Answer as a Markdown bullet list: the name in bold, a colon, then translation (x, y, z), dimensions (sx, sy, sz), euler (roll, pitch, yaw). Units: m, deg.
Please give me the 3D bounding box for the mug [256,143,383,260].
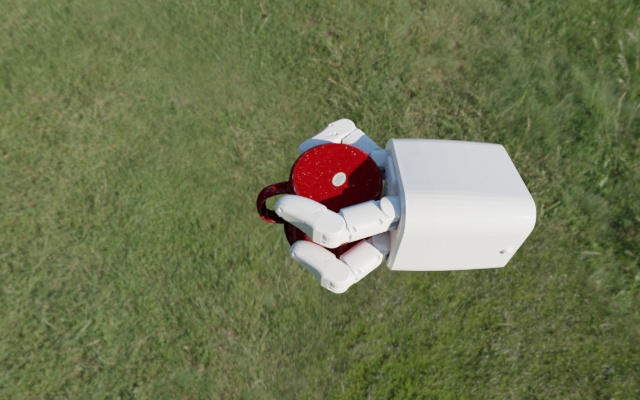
- **mug**: translation (-0.001, 0.001, 0.437), dimensions (0.117, 0.093, 0.082), euler (1, -34, -2)
